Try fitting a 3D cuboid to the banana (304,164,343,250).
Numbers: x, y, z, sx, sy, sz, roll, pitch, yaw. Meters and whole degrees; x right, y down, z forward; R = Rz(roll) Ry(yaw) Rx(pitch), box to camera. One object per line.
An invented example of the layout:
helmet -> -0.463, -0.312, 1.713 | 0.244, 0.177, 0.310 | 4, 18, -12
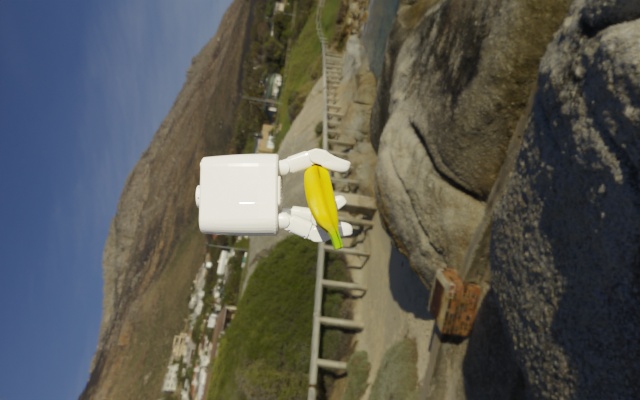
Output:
banana -> -0.002, -0.012, 0.660 | 0.037, 0.070, 0.197 | -9, 30, -1
